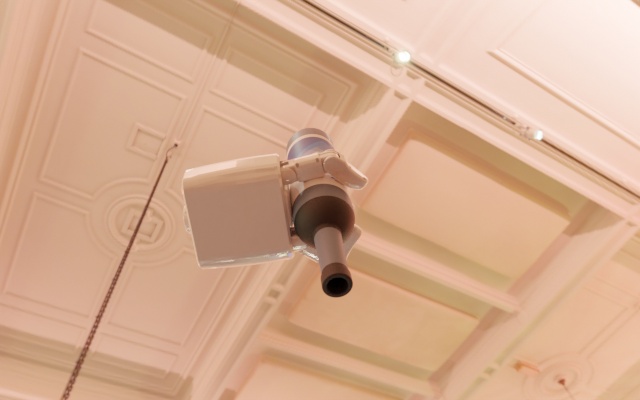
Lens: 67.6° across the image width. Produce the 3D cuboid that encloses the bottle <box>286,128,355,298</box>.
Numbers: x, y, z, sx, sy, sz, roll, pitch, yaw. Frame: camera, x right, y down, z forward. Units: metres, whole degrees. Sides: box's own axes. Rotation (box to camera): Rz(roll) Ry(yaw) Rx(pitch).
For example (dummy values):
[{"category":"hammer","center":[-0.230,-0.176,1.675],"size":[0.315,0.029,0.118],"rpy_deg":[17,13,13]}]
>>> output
[{"category":"bottle","center":[0.000,0.002,0.541],"size":[0.069,0.069,0.295],"rpy_deg":[0,30,-7]}]
